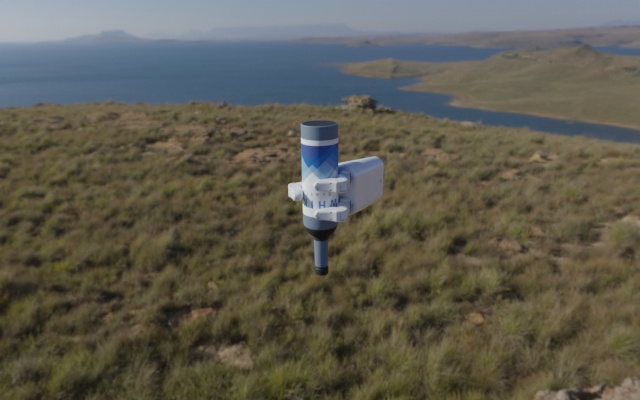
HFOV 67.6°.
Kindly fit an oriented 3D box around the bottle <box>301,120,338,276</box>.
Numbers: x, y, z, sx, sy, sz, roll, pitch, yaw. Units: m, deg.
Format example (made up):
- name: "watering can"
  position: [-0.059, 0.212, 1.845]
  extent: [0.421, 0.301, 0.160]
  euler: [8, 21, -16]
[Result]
- name: "bottle"
  position: [0.000, 0.003, 0.892]
  extent: [0.069, 0.296, 0.069]
  euler: [-1, 19, 0]
